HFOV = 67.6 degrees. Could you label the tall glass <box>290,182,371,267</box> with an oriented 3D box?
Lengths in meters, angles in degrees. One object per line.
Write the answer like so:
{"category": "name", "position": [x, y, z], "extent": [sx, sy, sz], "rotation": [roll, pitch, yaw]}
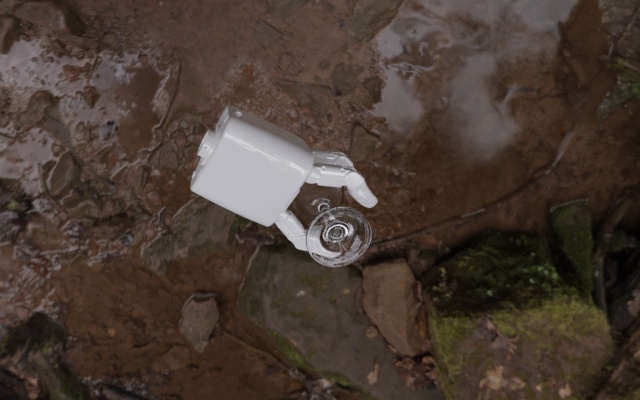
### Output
{"category": "tall glass", "position": [0.000, 0.002, 0.612], "extent": [0.079, 0.079, 0.201], "rotation": [0, 23, -13]}
